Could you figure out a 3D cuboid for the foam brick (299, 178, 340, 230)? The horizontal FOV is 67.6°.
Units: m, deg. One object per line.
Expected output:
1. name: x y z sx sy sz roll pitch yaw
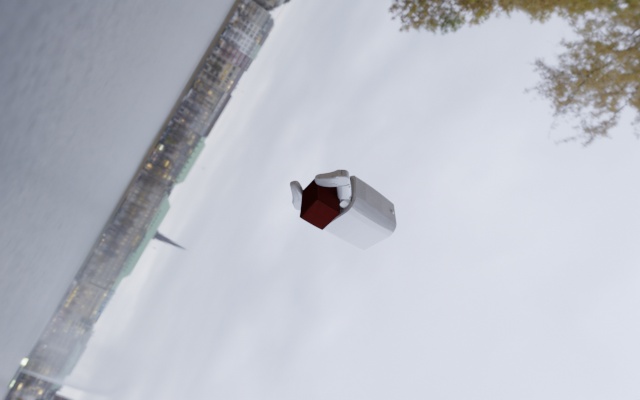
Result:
1. foam brick: 0.000 0.003 0.847 0.051 0.078 0.053 33 -58 -21
